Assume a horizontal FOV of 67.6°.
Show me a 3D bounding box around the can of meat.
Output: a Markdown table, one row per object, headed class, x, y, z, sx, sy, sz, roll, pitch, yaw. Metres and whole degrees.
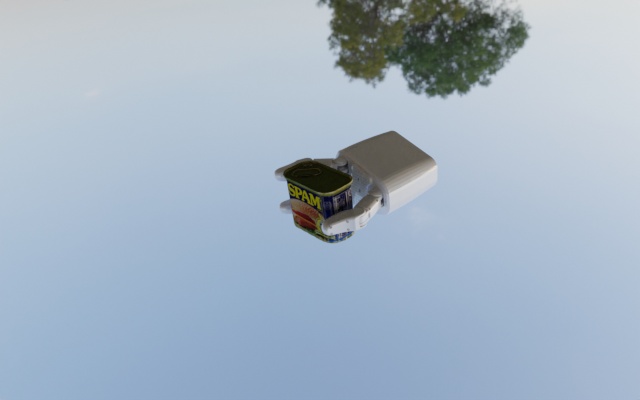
| class | x | y | z | sx | sy | sz | roll | pitch | yaw |
| --- | --- | --- | --- | --- | --- | --- | --- | --- | --- |
| can of meat | 0.000 | 0.002 | 0.657 | 0.057 | 0.084 | 0.102 | -29 | 36 | -31 |
